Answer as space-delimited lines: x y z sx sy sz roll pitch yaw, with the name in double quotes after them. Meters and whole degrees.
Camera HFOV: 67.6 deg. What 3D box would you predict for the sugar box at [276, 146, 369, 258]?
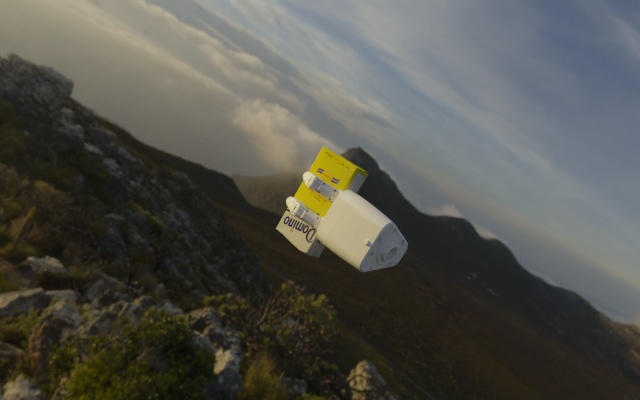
0.000 0.003 0.847 0.093 0.176 0.048 37 9 38 "sugar box"
